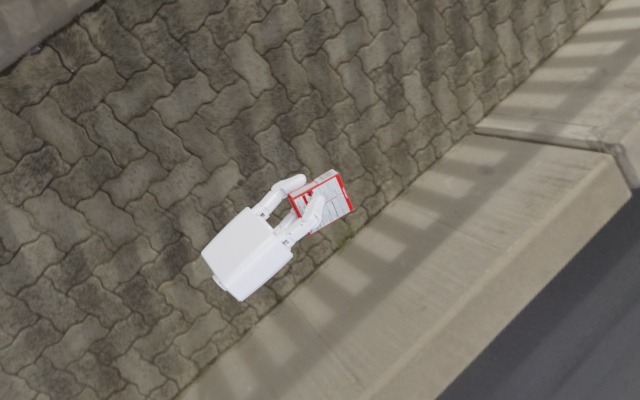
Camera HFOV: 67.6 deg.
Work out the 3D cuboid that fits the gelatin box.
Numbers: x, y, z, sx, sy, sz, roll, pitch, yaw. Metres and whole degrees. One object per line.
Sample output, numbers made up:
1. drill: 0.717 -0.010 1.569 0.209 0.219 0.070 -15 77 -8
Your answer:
1. gelatin box: 0.001 0.003 0.772 0.089 0.073 0.030 -30 27 -9
